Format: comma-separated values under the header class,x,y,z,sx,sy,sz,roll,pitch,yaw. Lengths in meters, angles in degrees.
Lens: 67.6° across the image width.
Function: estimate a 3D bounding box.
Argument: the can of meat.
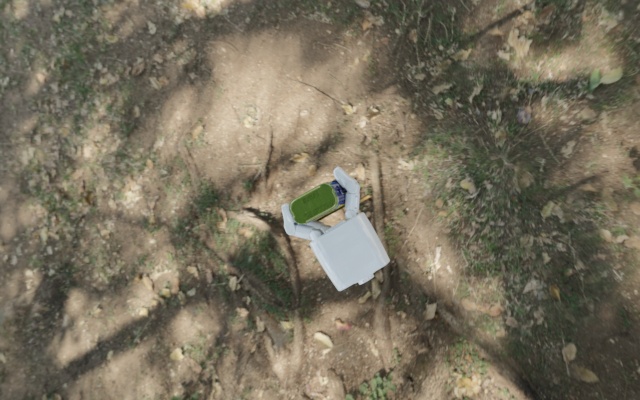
class,x,y,z,sx,sy,sz,roll,pitch,yaw
can of meat,0.000,0.003,0.900,0.102,0.057,0.084,-29,-5,20
